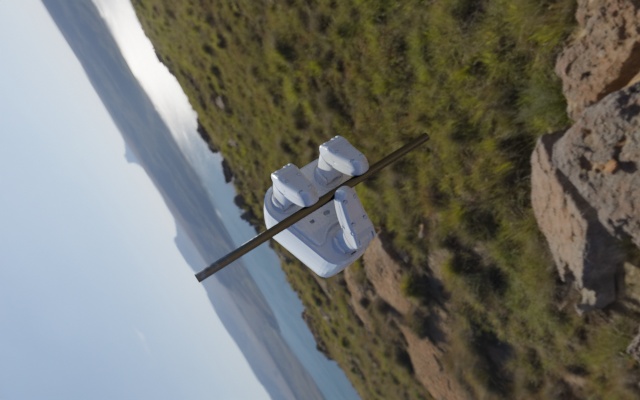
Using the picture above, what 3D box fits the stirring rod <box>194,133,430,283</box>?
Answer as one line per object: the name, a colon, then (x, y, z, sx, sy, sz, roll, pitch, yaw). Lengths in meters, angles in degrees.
stirring rod: (0.000, 0.001, 0.412, 0.239, 0.011, 0.011, -32, 9, -15)
